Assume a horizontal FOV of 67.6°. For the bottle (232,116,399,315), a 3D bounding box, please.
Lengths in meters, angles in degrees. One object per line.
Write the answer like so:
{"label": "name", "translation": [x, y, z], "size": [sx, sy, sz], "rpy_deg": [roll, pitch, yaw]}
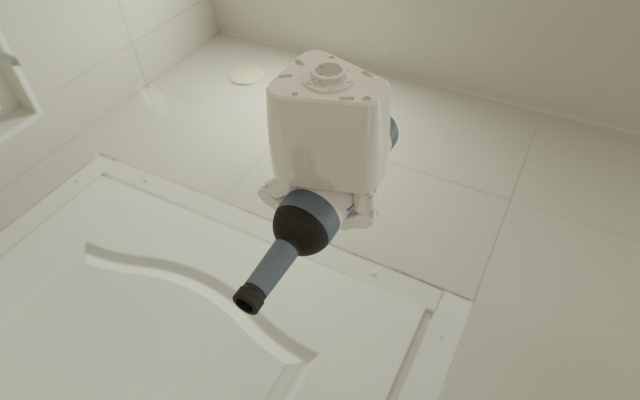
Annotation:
{"label": "bottle", "translation": [0.000, 0.002, 0.523], "size": [0.069, 0.069, 0.295], "rpy_deg": [0, 40, 38]}
